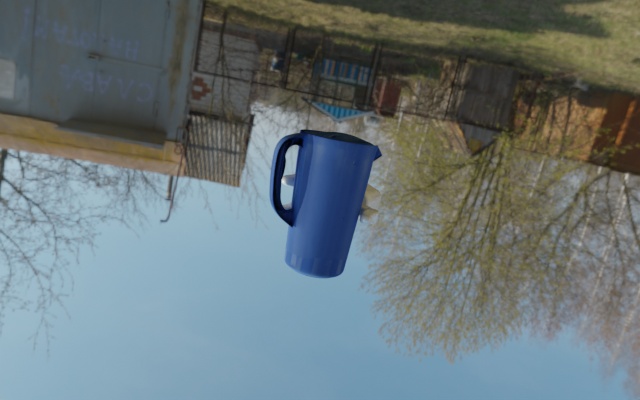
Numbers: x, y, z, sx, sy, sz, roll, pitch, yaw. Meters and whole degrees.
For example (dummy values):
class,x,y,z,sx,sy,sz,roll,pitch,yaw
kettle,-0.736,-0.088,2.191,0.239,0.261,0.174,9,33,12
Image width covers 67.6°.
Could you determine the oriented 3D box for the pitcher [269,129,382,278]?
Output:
class,x,y,z,sx,sy,sz,roll,pitch,yaw
pitcher,0.000,0.003,0.815,0.149,0.243,0.145,16,13,19
